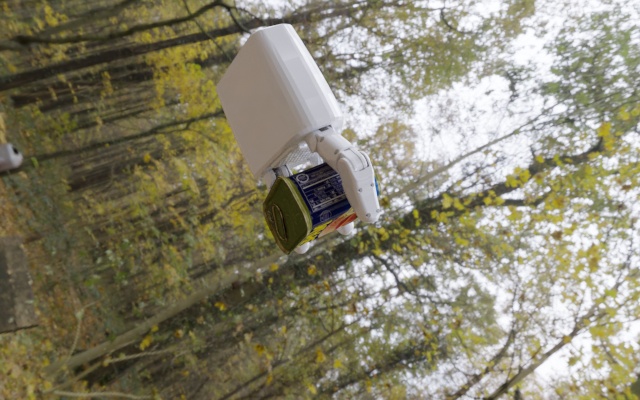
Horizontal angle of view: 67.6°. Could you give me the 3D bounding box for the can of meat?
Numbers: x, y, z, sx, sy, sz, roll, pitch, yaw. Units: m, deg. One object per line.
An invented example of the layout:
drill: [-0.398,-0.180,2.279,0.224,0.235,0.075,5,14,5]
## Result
can of meat: [0.000,0.001,0.452,0.084,0.057,0.102,-24,-12,-24]
